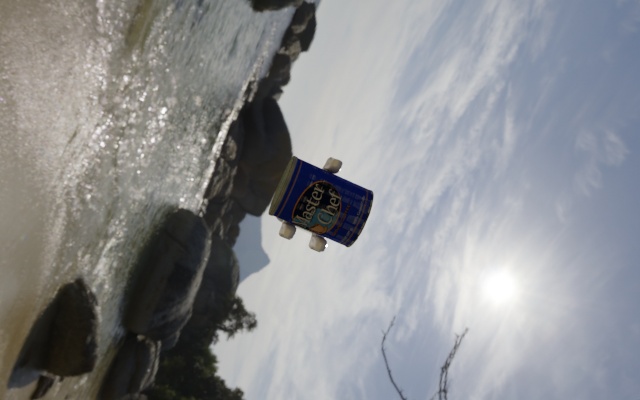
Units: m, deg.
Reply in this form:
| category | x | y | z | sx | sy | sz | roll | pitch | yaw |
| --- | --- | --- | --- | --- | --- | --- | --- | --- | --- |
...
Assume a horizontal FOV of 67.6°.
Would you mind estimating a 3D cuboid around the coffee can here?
| category | x | y | z | sx | sy | sz | roll | pitch | yaw |
| --- | --- | --- | --- | --- | --- | --- | --- | --- | --- |
| coffee can | 0.000 | 0.002 | 0.770 | 0.140 | 0.103 | 0.103 | 23 | -4 | -9 |
